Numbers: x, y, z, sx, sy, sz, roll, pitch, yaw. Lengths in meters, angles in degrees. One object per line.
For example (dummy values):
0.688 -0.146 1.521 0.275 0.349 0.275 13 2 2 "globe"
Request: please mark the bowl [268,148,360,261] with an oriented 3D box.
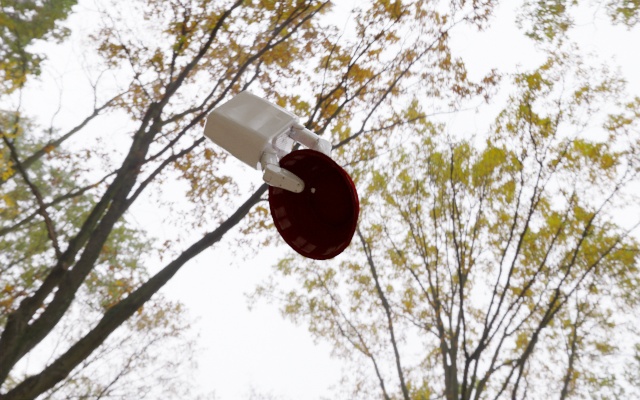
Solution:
0.001 0.003 0.692 0.162 0.162 0.055 0 12 39 "bowl"
